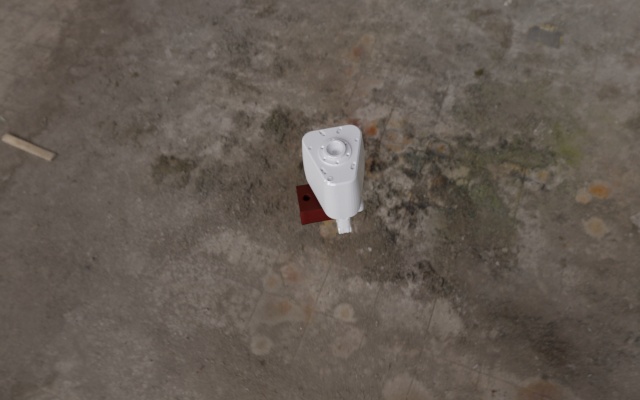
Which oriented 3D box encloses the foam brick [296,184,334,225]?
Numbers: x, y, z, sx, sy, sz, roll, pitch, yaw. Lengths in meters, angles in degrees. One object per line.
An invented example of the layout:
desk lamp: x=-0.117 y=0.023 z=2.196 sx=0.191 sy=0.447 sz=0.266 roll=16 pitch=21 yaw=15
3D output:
foam brick: x=0.000 y=0.003 z=0.818 sx=0.078 sy=0.053 sz=0.051 roll=-10 pitch=-28 yaw=0
